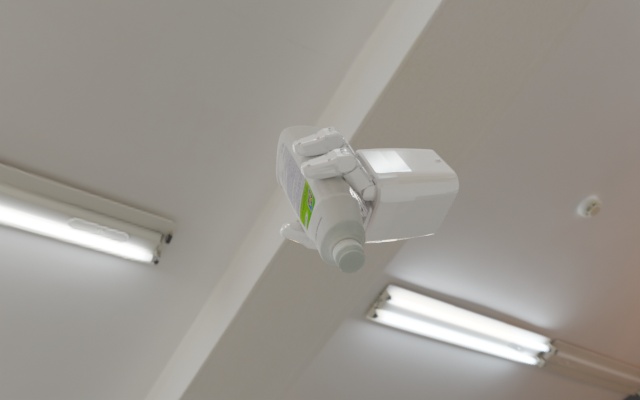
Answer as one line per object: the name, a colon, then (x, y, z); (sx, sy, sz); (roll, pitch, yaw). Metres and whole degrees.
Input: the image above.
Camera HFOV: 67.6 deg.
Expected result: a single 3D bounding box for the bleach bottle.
bleach bottle: (0.000, 0.002, 0.577); (0.068, 0.103, 0.250); (-4, 33, -14)
